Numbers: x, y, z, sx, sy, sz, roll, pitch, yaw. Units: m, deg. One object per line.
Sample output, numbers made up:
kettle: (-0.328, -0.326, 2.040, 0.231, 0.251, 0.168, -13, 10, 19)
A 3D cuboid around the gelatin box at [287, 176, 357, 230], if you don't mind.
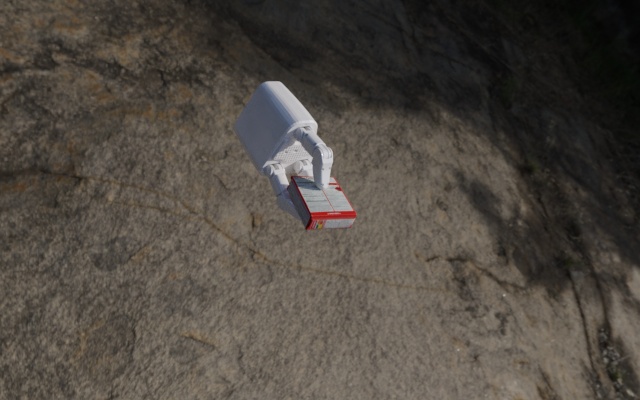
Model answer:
gelatin box: (0.000, 0.002, 0.688, 0.073, 0.030, 0.089, -1, 41, -28)
